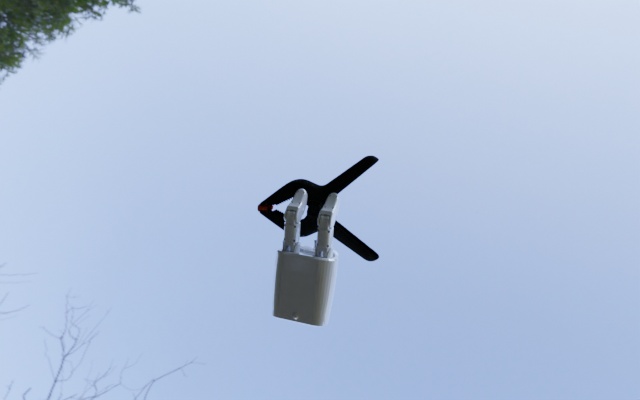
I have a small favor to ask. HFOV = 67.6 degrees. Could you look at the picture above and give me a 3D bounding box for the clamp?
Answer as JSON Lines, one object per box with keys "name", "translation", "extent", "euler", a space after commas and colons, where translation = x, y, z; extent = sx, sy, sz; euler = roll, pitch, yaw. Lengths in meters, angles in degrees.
{"name": "clamp", "translation": [0.000, 0.003, 0.772], "extent": [0.210, 0.164, 0.036], "euler": [7, 3, 18]}
